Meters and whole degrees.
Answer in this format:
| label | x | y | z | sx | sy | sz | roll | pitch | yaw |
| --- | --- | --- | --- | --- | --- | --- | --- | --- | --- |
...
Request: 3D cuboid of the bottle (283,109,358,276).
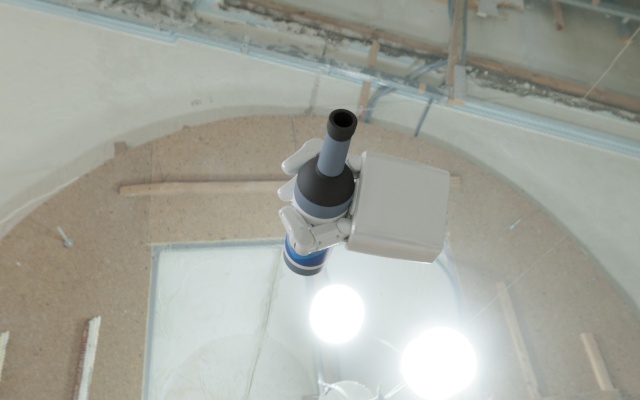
| label | x | y | z | sx | sy | sz | roll | pitch | yaw |
| --- | --- | --- | --- | --- | --- | --- | --- | --- | --- |
| bottle | 0.000 | 0.002 | 0.562 | 0.069 | 0.069 | 0.296 | 0 | -31 | -10 |
